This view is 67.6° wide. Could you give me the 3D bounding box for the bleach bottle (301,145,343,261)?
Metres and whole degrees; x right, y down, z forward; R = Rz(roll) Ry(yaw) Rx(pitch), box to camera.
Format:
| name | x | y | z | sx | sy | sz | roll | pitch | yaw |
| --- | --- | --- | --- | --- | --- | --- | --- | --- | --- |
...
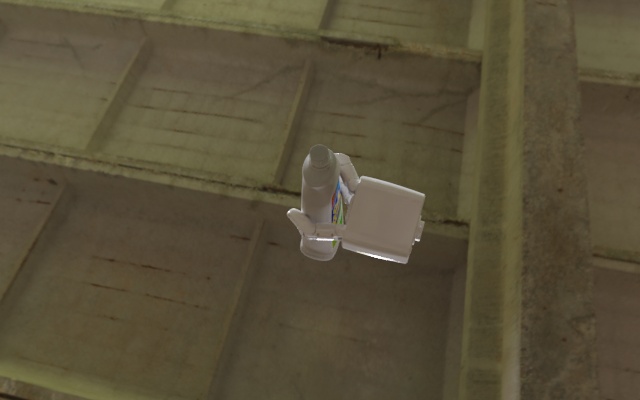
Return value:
| name | x | y | z | sx | sy | sz | roll | pitch | yaw |
| --- | --- | --- | --- | --- | --- | --- | --- | --- | --- |
| bleach bottle | 0.000 | 0.003 | 0.787 | 0.068 | 0.102 | 0.251 | 14 | -29 | 10 |
